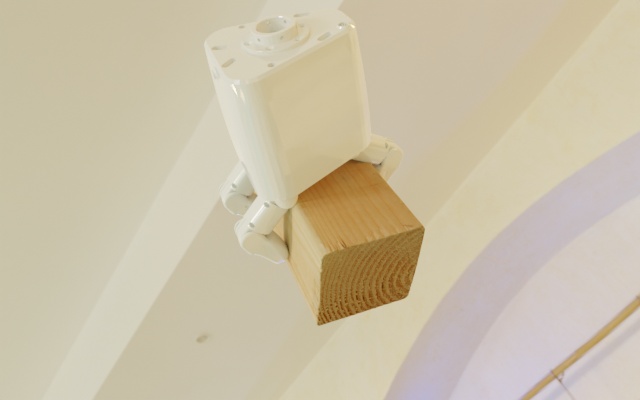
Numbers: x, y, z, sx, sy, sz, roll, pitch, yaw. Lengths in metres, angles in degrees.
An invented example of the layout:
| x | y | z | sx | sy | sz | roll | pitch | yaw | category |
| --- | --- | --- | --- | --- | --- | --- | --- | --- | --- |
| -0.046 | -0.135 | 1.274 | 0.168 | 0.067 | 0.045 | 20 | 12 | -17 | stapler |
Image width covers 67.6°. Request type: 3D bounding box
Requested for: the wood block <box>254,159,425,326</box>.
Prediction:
| x | y | z | sx | sy | sz | roll | pitch | yaw | category |
| --- | --- | --- | --- | --- | --- | --- | --- | --- | --- |
| 0.000 | 0.001 | 0.455 | 0.091 | 0.090 | 0.206 | -13 | 43 | -19 | wood block |
